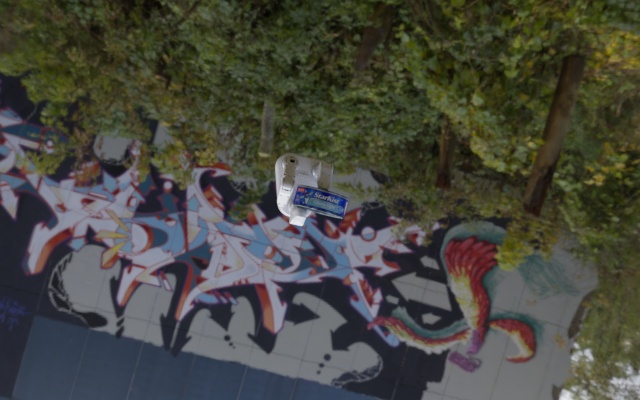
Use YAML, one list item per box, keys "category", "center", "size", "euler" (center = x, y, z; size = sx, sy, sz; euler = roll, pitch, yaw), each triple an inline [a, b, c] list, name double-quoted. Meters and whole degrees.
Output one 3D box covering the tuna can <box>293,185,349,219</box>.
- category: "tuna can"
  center: [0.000, 0.003, 0.763]
  size: [0.086, 0.034, 0.086]
  euler: [15, -5, 1]
